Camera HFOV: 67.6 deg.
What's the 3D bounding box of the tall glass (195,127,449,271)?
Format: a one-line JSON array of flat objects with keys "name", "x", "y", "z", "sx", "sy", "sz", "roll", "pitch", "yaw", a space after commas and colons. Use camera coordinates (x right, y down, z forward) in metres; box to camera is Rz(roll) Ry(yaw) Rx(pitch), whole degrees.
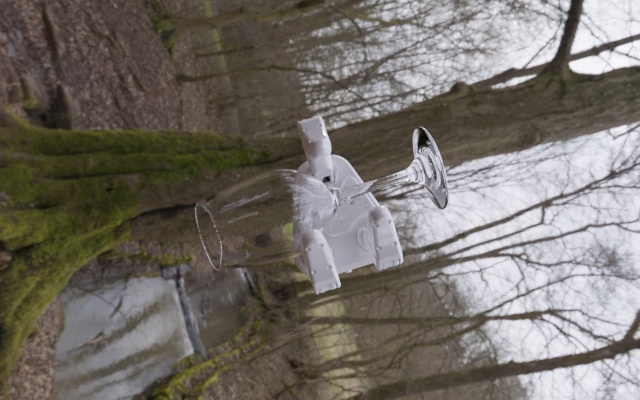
[{"name": "tall glass", "x": 0.001, "y": 0.001, "z": 0.409, "sx": 0.201, "sy": 0.079, "sz": 0.079, "roll": -17, "pitch": 1, "yaw": -2}]
